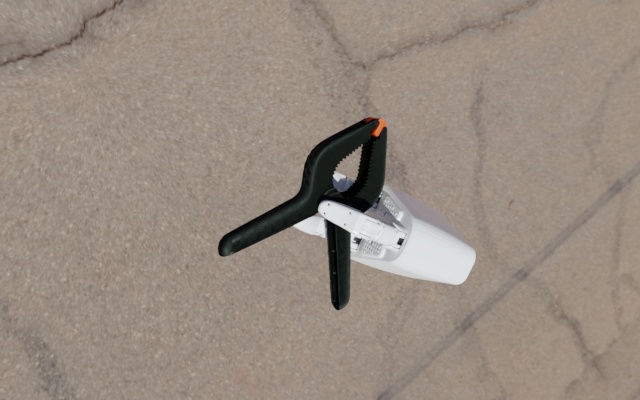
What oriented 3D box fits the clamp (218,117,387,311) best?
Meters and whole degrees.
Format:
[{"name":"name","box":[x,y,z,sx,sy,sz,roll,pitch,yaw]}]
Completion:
[{"name":"clamp","box":[0.001,0.001,0.498,0.164,0.210,0.036,23,3,-29]}]
